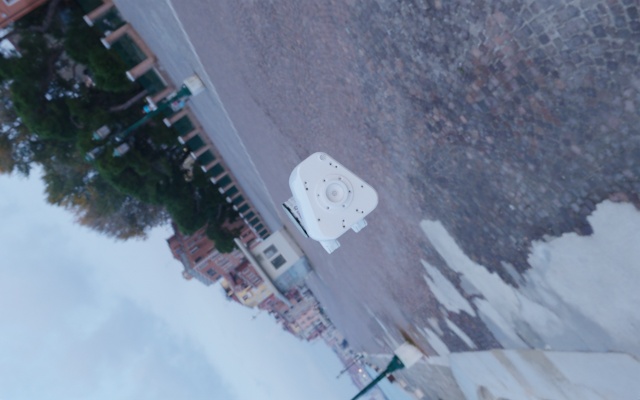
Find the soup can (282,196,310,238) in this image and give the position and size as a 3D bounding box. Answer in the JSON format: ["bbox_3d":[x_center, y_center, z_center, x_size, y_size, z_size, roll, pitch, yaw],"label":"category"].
[{"bbox_3d":[0.000,0.003,0.743,0.102,0.068,0.068,-37,6,-8],"label":"soup can"}]
